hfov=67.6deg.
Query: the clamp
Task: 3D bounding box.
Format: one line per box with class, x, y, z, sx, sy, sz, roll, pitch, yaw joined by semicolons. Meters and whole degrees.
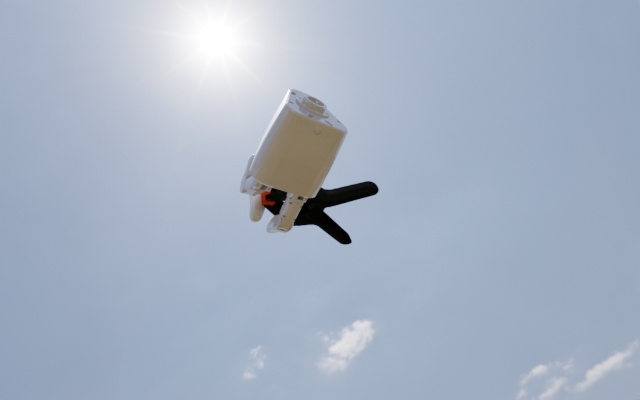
clamp;0.000;0.002;0.710;0.171;0.120;0.039;17;27;-26
